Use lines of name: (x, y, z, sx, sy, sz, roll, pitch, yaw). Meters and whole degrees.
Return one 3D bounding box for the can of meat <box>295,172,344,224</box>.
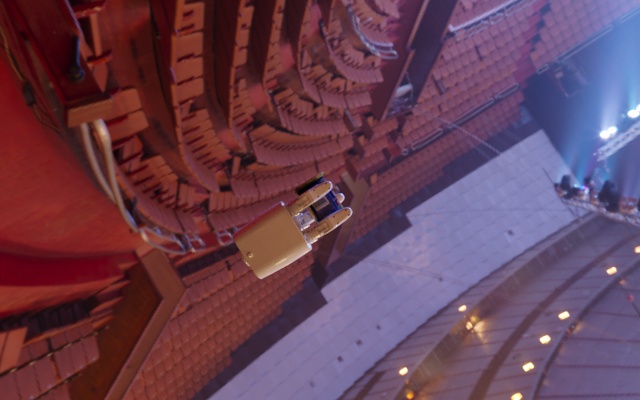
can of meat: (0.000, 0.003, 0.851, 0.057, 0.084, 0.102, -32, -1, -4)
